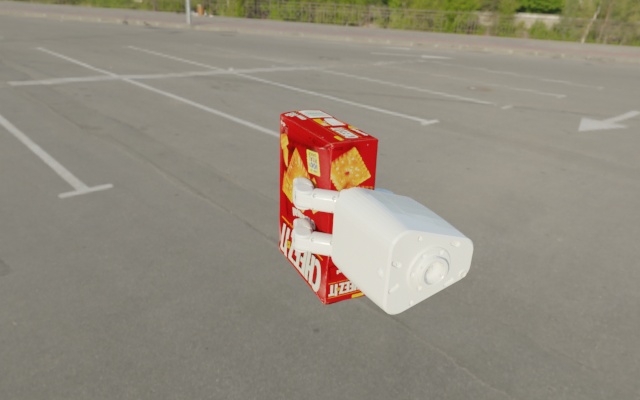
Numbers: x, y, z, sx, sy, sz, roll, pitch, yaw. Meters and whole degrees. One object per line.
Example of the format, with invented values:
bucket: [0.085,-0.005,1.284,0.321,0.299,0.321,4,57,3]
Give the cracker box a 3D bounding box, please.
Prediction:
cracker box: [0.000,0.002,0.632,0.072,0.214,0.164,-8,25,-24]
